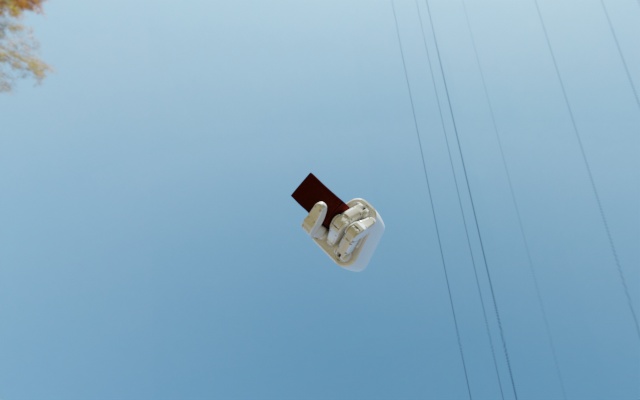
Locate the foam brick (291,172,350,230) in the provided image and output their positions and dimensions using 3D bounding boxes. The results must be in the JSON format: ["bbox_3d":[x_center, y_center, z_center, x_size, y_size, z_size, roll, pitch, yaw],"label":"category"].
[{"bbox_3d":[0.000,0.002,0.790,0.078,0.053,0.051,43,2,23],"label":"foam brick"}]
